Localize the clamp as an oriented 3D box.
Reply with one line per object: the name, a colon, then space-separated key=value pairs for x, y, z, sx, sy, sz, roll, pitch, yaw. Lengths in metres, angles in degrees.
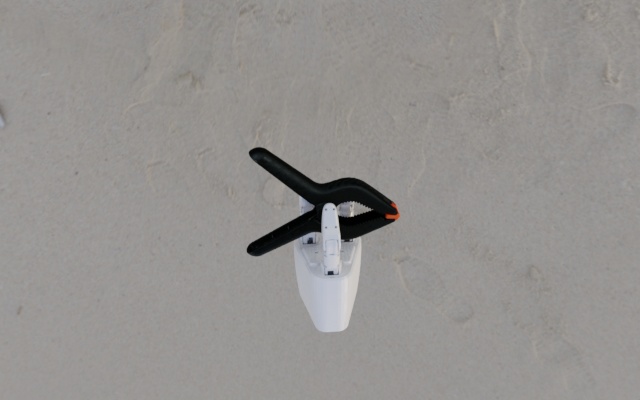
clamp: x=0.001 y=0.003 z=0.630 sx=0.210 sy=0.165 sz=0.036 roll=-3 pitch=34 yaw=-2
